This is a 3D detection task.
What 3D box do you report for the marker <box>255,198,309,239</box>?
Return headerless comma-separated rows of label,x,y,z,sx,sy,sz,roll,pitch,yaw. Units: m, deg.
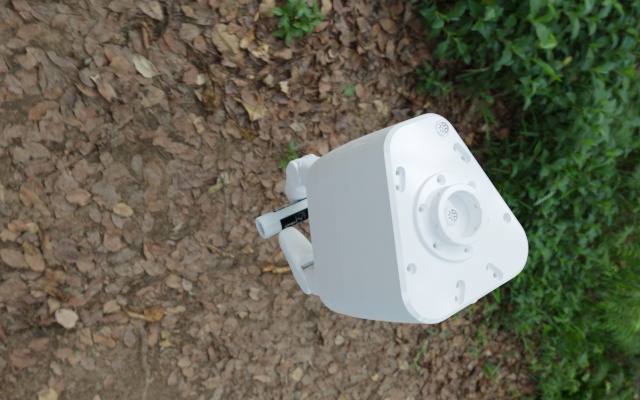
marker,0.000,0.001,0.423,0.121,0.020,0.020,-24,10,-24
